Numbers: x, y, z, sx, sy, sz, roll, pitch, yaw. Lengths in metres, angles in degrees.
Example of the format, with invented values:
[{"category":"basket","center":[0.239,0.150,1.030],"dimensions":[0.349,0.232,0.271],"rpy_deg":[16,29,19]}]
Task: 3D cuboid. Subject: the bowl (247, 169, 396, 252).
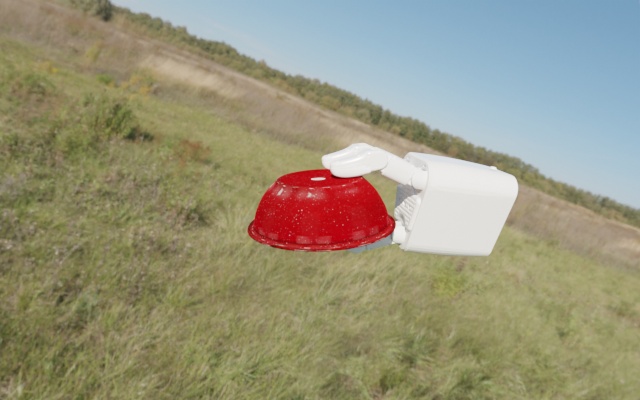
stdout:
[{"category":"bowl","center":[-0.001,0.001,0.514],"dimensions":[0.162,0.055,0.162],"rpy_deg":[-3,15,1]}]
